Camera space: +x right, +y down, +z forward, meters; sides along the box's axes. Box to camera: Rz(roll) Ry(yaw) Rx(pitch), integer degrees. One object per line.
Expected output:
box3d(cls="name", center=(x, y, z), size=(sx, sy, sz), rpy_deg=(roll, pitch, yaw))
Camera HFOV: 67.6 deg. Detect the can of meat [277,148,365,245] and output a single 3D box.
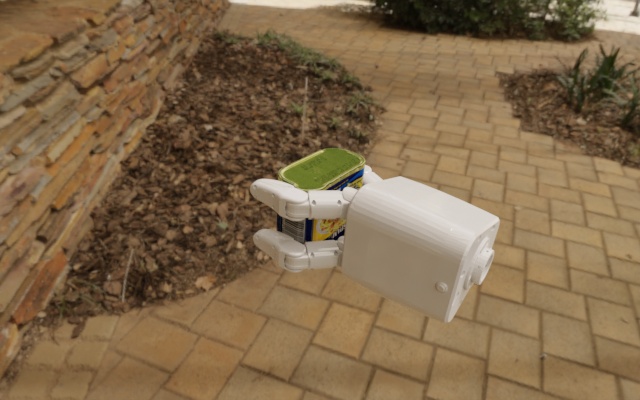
box3d(cls="can of meat", center=(0.000, 0.001, 0.486), size=(0.057, 0.084, 0.102), rpy_deg=(26, 38, 30))
